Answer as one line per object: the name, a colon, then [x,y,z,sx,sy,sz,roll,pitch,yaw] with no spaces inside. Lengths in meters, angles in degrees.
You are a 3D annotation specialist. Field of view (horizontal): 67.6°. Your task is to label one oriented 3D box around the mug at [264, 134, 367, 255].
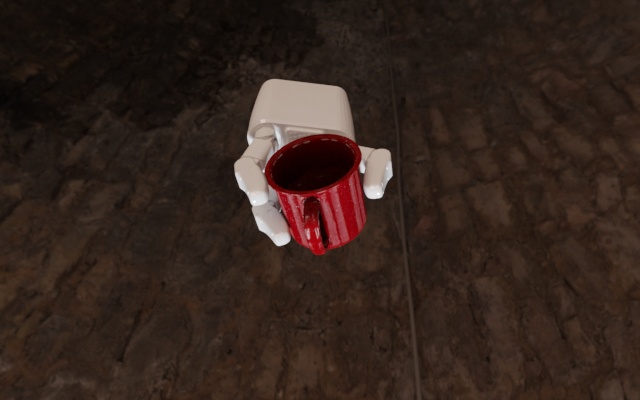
mug: [0.000,0.003,0.461,0.093,0.082,0.117,-8,40,9]
